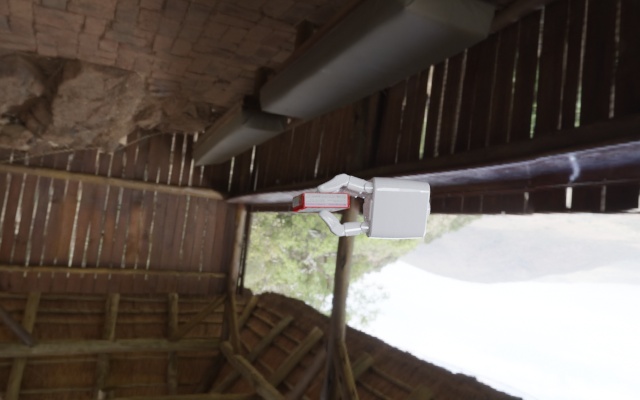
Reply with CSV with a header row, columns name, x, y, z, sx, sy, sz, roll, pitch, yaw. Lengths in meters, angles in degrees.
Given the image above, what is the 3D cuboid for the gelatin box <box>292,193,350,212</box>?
name,x,y,z,sx,sy,sz,roll,pitch,yaw
gelatin box,0.000,0.003,0.877,0.089,0.030,0.073,0,-6,-18
